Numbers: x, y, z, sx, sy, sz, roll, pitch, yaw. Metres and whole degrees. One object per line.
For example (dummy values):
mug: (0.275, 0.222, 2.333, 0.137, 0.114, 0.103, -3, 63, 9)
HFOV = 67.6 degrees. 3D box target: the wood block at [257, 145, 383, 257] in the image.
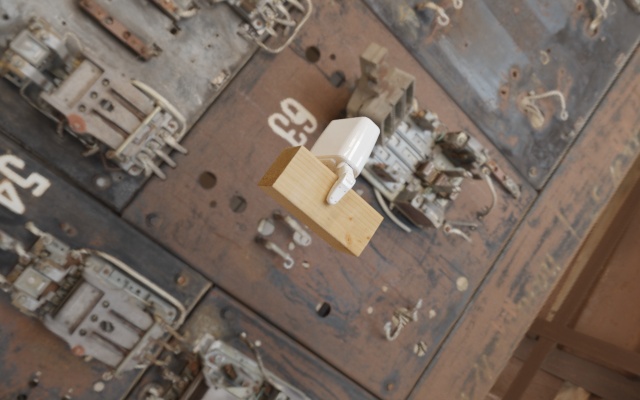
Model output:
wood block: (0.001, 0.003, 0.863, 0.206, 0.090, 0.091, 40, -14, -20)
